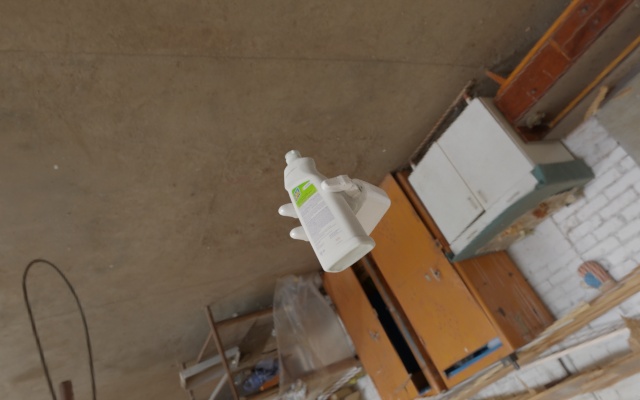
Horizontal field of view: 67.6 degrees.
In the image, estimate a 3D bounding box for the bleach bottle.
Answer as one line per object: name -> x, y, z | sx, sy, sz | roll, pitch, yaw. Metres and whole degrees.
bleach bottle -> 0.000, 0.003, 0.888 | 0.102, 0.250, 0.068 | -40, -30, 24
